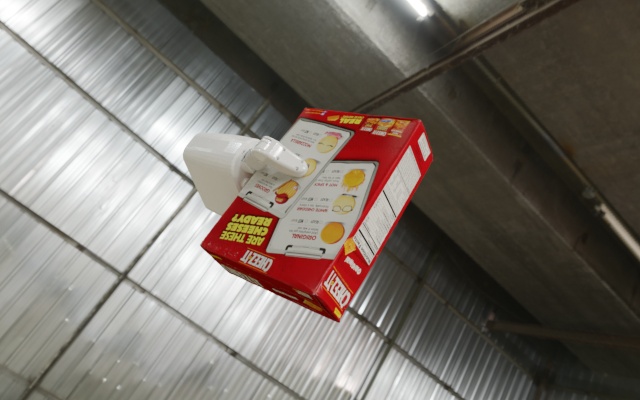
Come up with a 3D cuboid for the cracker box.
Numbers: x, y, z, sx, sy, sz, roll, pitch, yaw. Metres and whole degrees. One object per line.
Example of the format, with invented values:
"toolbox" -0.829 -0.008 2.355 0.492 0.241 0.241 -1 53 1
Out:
"cracker box" 0.000 0.001 0.515 0.164 0.213 0.072 15 -28 38
